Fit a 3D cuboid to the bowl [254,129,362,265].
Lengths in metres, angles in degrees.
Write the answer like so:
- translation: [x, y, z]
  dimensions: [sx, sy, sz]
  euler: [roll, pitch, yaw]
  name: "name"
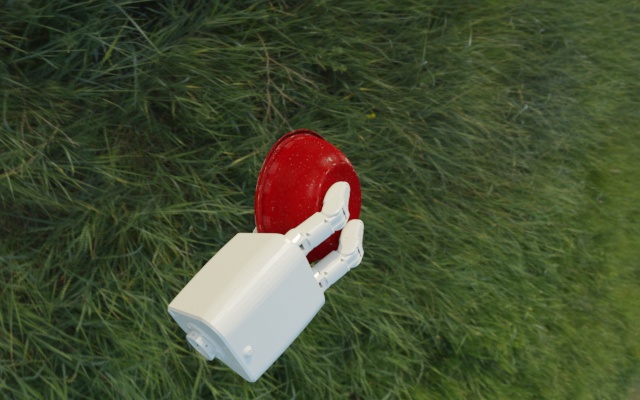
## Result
- translation: [0.001, 0.001, 0.536]
  dimensions: [0.055, 0.162, 0.162]
  euler: [6, 3, 35]
  name: "bowl"
